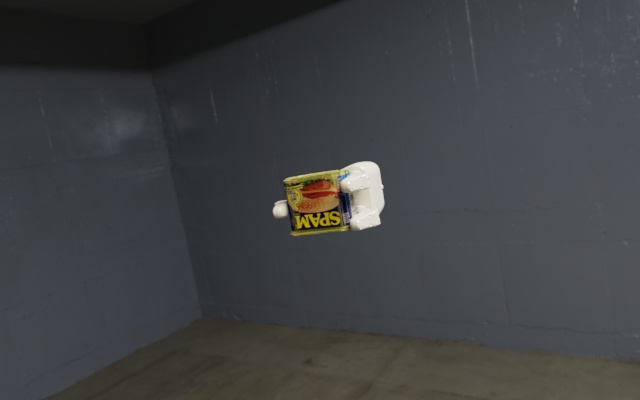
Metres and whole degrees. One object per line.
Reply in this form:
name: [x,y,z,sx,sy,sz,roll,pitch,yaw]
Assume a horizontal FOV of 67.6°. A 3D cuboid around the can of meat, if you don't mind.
can of meat: [0.000,0.002,0.699,0.102,0.084,0.057,-7,7,22]
